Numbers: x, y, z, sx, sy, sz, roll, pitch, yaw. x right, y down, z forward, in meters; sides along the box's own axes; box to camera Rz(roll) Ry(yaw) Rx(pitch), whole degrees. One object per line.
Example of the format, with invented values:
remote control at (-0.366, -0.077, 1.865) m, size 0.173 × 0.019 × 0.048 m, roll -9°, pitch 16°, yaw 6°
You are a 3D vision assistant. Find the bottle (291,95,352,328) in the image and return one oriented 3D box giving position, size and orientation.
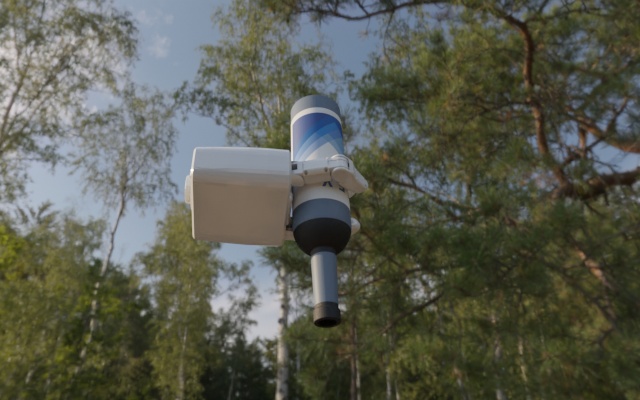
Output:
bottle at (0.000, 0.002, 0.556) m, size 0.069 × 0.295 × 0.069 m, roll -2°, pitch -36°, yaw -2°
